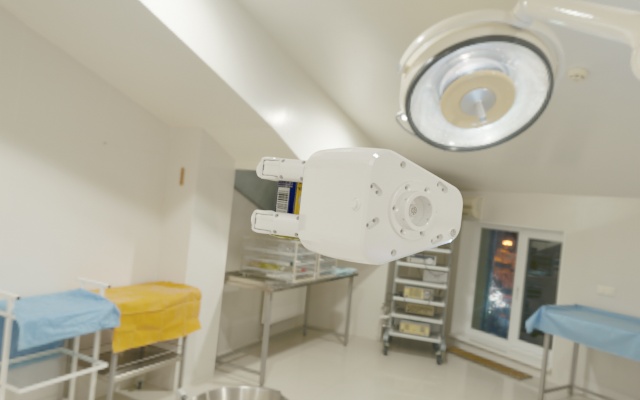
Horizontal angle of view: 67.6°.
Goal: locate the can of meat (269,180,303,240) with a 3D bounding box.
[{"bbox_3d":[0.000,0.001,0.526,0.102,0.084,0.057,6,0,-26],"label":"can of meat"}]
